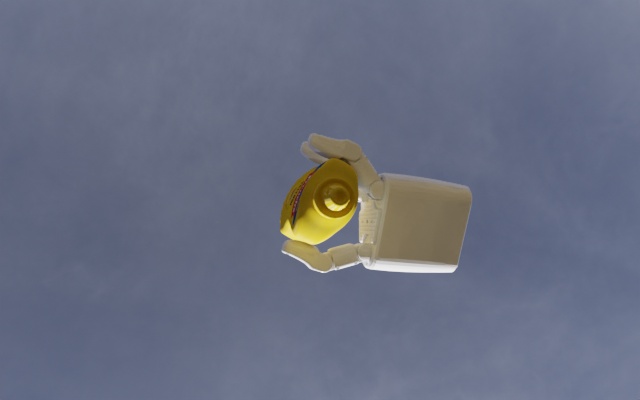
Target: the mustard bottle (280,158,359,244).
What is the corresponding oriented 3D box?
[{"bbox_3d":[0.000,0.002,0.533,0.058,0.096,0.191,30,-8,-9],"label":"mustard bottle"}]
